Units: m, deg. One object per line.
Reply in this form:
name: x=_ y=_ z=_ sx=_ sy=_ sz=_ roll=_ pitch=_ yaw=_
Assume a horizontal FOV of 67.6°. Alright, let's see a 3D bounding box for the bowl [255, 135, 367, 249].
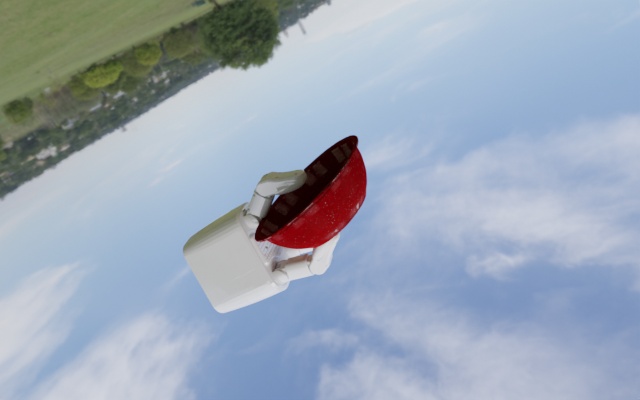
bowl: x=0.001 y=0.002 z=0.539 sx=0.055 sy=0.162 sz=0.162 roll=44 pitch=-13 yaw=-14
